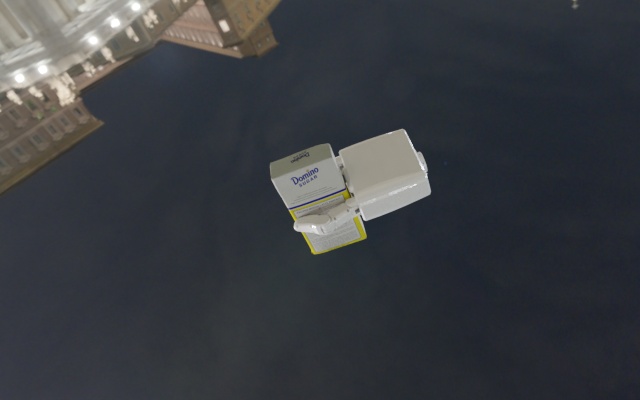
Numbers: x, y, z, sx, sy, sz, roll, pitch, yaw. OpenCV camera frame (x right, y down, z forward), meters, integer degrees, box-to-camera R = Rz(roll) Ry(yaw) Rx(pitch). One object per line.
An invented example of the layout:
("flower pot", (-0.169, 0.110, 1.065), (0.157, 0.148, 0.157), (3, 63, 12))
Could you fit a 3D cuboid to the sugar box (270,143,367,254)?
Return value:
("sugar box", (0.000, 0.002, 0.721), (0.093, 0.176, 0.048), (-19, 39, 7))
